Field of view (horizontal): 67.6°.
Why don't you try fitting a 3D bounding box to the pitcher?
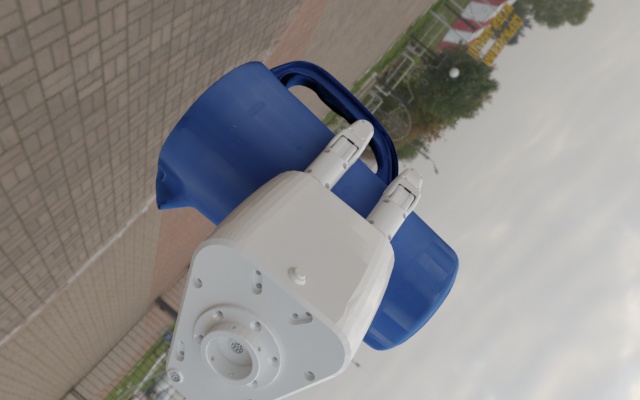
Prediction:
[{"bbox_3d":[0.000,0.001,0.409,0.243,0.149,0.145,41,26,1],"label":"pitcher"}]
